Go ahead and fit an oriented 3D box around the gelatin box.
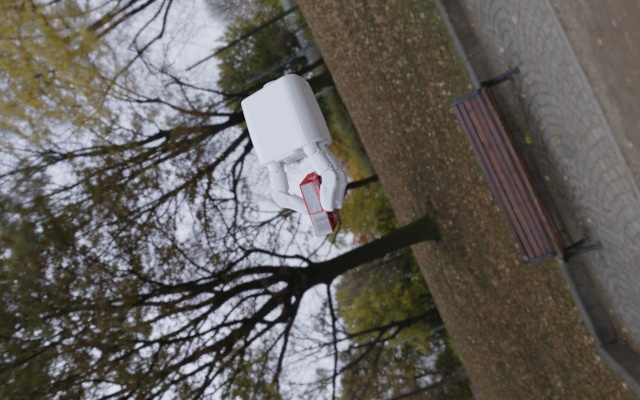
[{"bbox_3d":[0.000,0.003,0.739,0.030,0.089,0.073,-16,12,14],"label":"gelatin box"}]
